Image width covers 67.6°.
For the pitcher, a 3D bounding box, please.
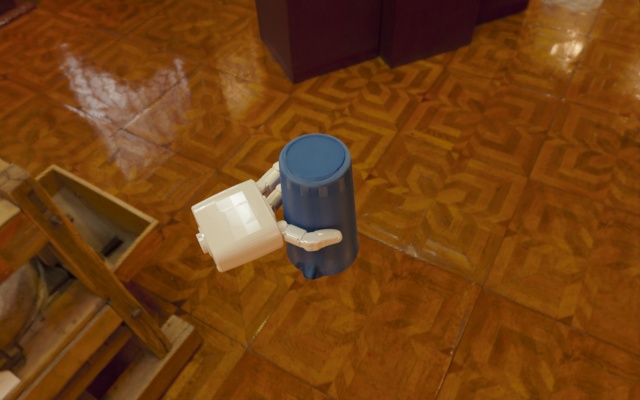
[{"bbox_3d":[0.000,0.003,0.793,0.145,0.149,0.243,-23,-37,-15],"label":"pitcher"}]
